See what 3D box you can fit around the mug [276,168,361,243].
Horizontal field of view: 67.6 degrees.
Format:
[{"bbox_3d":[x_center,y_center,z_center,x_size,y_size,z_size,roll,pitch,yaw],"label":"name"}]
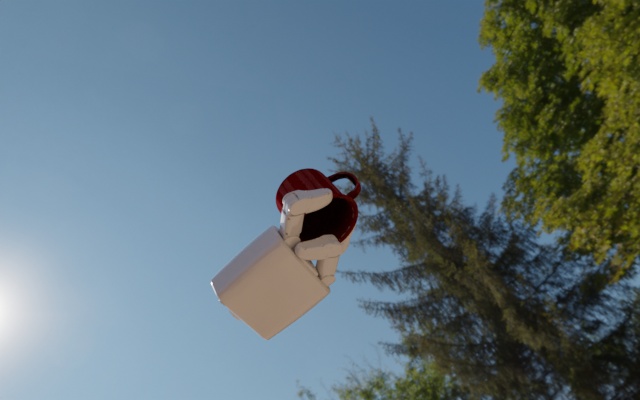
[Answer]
[{"bbox_3d":[0.001,0.001,0.643,0.081,0.117,0.093,50,-3,44],"label":"mug"}]
